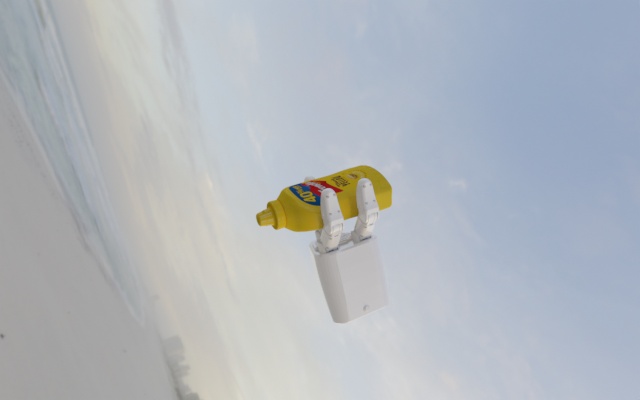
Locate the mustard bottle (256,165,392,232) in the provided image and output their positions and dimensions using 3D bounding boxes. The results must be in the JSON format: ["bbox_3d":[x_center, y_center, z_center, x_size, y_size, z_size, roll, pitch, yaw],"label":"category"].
[{"bbox_3d":[0.000,0.002,0.682,0.191,0.058,0.096,-17,33,-22],"label":"mustard bottle"}]
